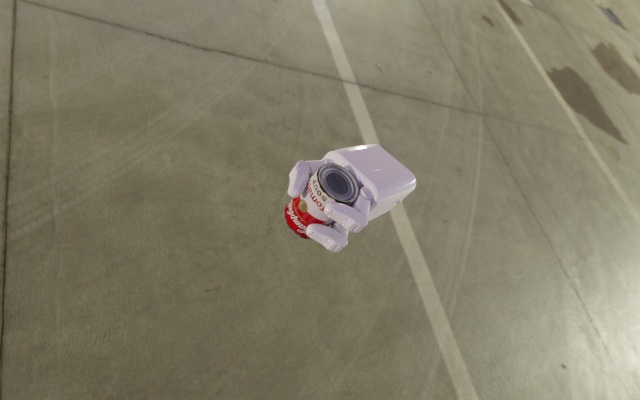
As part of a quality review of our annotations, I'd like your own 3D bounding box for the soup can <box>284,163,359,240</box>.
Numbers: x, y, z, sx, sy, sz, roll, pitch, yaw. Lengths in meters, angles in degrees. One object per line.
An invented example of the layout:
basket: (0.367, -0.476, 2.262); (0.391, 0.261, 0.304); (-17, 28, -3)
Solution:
soup can: (0.000, 0.002, 0.681); (0.068, 0.068, 0.102); (0, -32, -36)
